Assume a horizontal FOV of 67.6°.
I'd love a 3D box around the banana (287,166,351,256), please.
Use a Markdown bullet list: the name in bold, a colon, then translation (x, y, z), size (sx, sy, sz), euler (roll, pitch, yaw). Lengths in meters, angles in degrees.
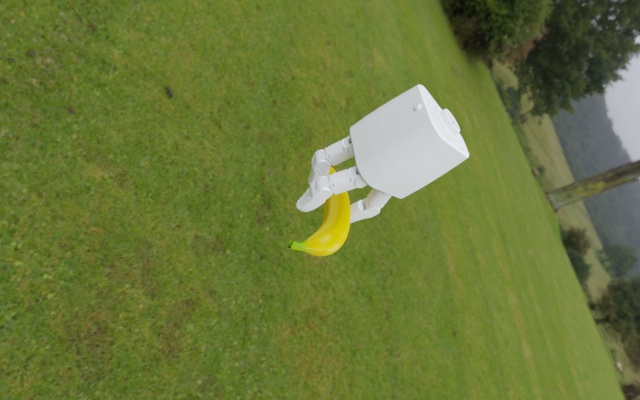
- **banana**: translation (0.012, 0.017, 0.655), size (0.037, 0.070, 0.197), euler (-36, 18, 30)
